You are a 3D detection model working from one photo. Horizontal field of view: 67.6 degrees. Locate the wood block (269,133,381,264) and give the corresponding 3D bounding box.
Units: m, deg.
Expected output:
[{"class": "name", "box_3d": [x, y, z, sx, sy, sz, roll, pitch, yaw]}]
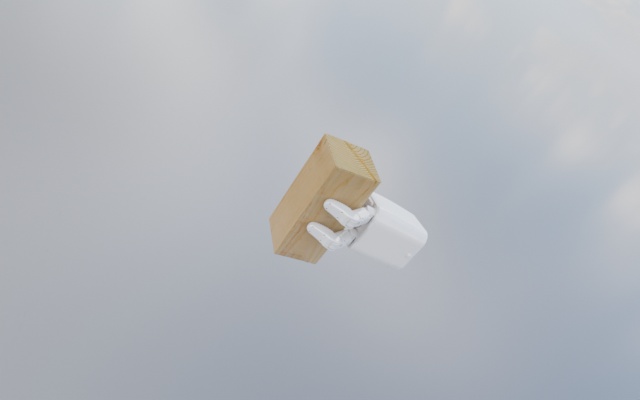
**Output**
[{"class": "wood block", "box_3d": [0.000, 0.002, 0.812, 0.090, 0.206, 0.090, 18, 36, -27]}]
